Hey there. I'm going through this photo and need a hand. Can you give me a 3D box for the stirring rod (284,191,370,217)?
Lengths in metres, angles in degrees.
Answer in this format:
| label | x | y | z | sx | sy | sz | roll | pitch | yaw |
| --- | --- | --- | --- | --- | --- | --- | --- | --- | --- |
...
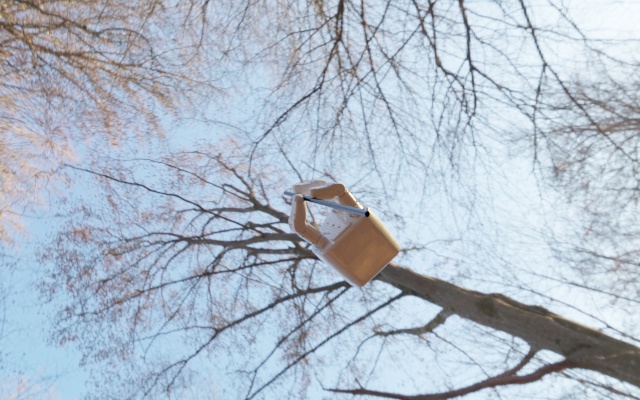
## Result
| label | x | y | z | sx | sy | sz | roll | pitch | yaw |
| --- | --- | --- | --- | --- | --- | --- | --- | --- | --- |
| stirring rod | 0.000 | 0.002 | 0.702 | 0.011 | 0.011 | 0.239 | 0 | 7 | -29 |
